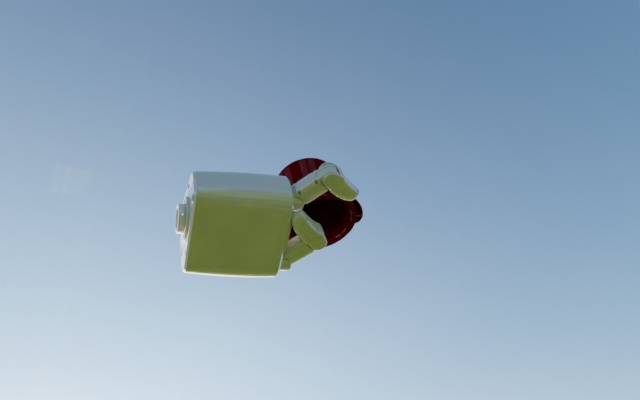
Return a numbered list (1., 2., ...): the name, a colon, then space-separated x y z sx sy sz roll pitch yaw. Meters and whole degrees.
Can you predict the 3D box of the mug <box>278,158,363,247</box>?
1. mug: 0.001 0.002 0.604 0.117 0.093 0.081 6 41 -25
